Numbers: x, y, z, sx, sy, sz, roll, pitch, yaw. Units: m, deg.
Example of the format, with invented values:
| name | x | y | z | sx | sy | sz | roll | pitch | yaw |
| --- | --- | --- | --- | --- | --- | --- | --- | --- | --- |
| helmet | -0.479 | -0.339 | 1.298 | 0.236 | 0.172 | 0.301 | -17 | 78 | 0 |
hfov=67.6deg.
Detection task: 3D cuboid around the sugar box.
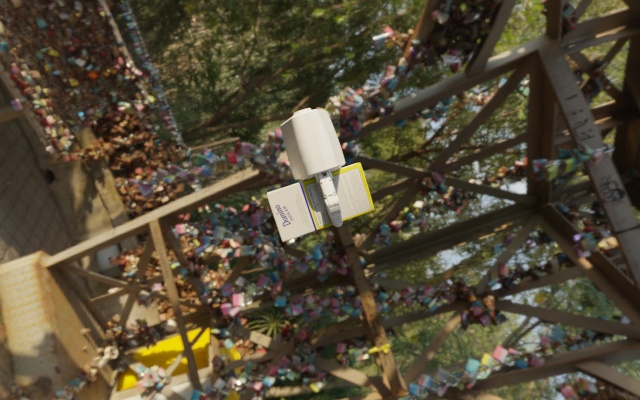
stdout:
| name | x | y | z | sx | sy | sz | roll | pitch | yaw |
| --- | --- | --- | --- | --- | --- | --- | --- | --- | --- |
| sugar box | 0.000 | 0.003 | 0.859 | 0.176 | 0.093 | 0.048 | -18 | 4 | -2 |
